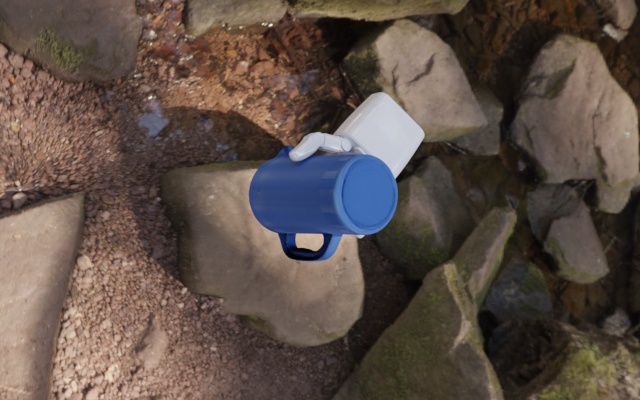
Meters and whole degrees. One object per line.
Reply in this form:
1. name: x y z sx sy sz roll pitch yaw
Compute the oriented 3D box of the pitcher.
1. pitcher: 0.000 0.002 0.725 0.145 0.149 0.243 -48 24 -23
